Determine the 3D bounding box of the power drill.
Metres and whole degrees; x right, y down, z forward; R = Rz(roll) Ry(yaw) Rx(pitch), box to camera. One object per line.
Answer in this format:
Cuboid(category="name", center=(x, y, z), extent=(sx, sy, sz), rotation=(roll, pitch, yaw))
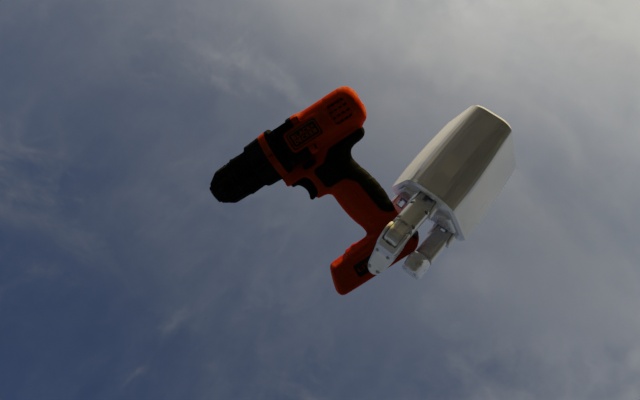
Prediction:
Cuboid(category="power drill", center=(0.001, 0.002, 0.503), extent=(0.184, 0.187, 0.057), rotation=(-33, 4, 8))
